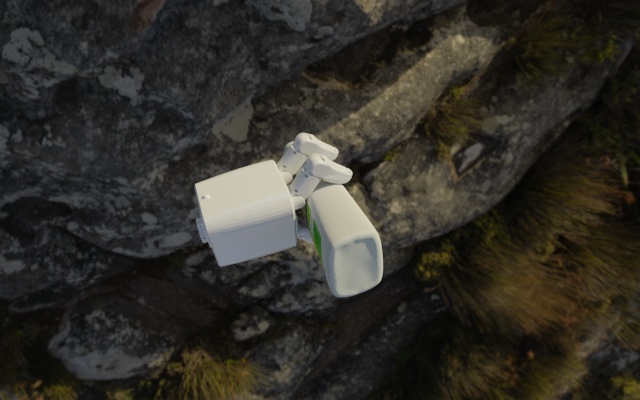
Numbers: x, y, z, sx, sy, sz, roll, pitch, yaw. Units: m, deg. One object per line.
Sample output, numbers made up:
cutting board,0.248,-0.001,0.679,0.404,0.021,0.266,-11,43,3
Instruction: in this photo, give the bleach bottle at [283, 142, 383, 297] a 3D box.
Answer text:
bleach bottle,0.000,0.002,0.629,0.068,0.103,0.250,-17,40,-11
